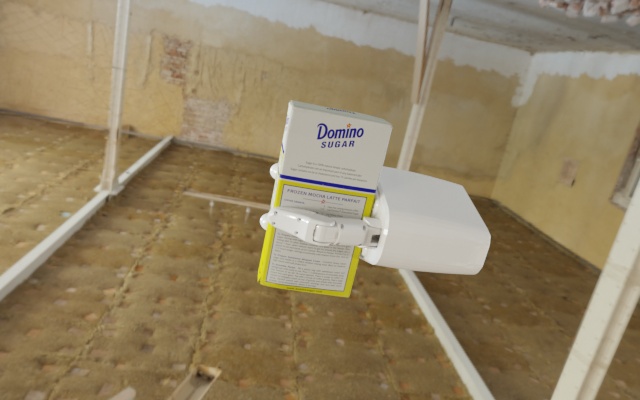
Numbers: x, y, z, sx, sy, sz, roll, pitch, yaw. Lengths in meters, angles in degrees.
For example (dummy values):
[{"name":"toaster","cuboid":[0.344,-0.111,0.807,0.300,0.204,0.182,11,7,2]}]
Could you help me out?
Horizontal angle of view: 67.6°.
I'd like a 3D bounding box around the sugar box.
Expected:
[{"name":"sugar box","cuboid":[0.000,0.001,0.455,0.093,0.176,0.048,10,16,-11]}]
